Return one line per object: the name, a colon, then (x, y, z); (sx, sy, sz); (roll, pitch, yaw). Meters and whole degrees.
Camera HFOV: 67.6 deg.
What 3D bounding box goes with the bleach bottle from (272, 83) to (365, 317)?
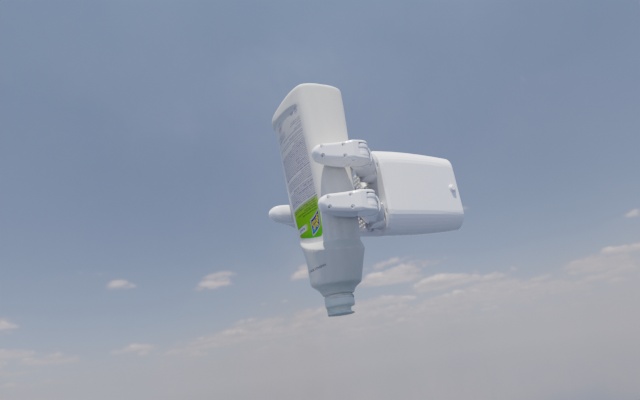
bleach bottle: (0.000, 0.002, 0.532); (0.068, 0.250, 0.103); (1, -21, -25)
